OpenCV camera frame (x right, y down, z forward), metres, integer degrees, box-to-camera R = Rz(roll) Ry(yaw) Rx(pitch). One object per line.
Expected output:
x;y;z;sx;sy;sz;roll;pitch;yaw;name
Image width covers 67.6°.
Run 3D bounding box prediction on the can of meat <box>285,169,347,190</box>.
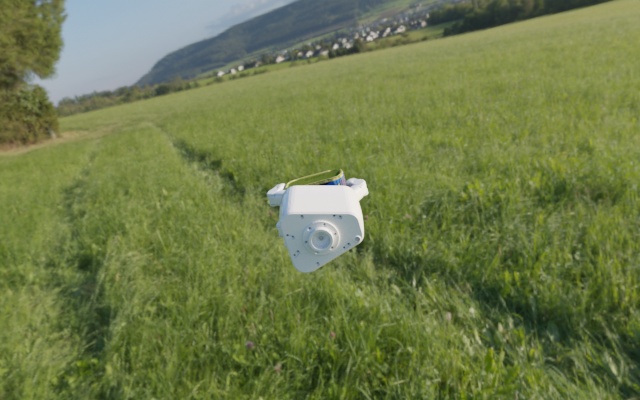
0.000;0.002;0.774;0.102;0.084;0.057;-15;19;8;can of meat
